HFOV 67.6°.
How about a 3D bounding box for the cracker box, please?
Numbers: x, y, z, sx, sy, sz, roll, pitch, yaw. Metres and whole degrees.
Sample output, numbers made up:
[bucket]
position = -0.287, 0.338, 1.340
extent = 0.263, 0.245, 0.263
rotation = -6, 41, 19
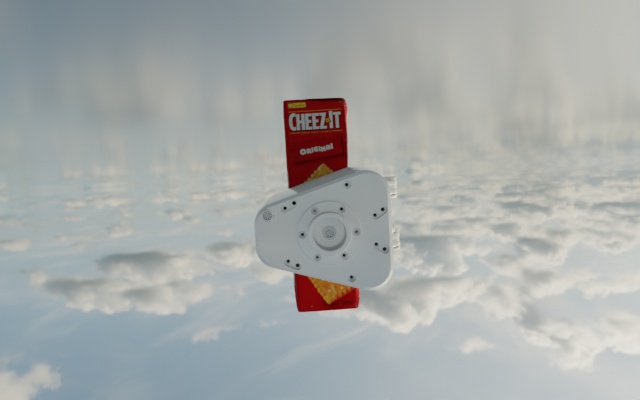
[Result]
[cracker box]
position = 0.000, 0.002, 0.553
extent = 0.072, 0.214, 0.164
rotation = -3, 3, -2
